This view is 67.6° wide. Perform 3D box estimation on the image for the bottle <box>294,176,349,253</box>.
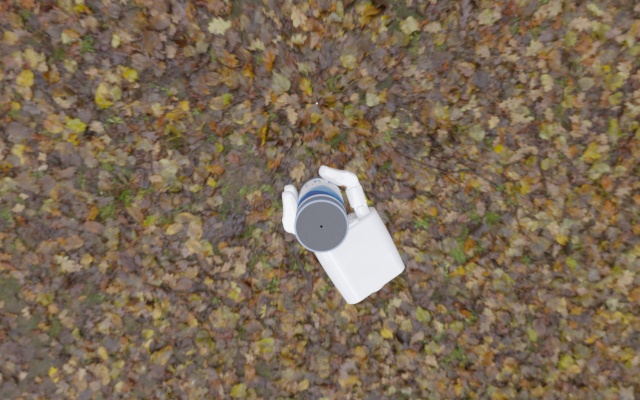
[{"bbox_3d":[0.000,0.002,0.717,0.069,0.069,0.295,0,11,0],"label":"bottle"}]
